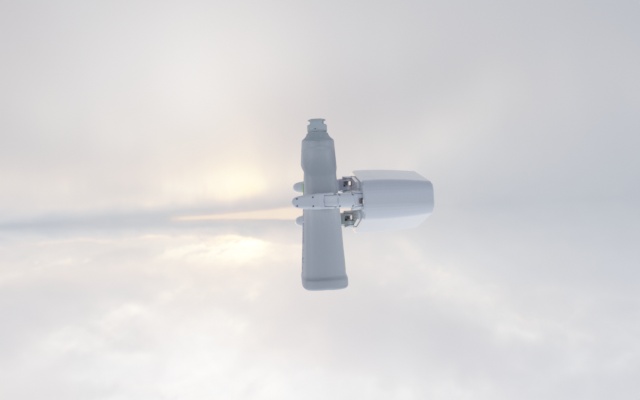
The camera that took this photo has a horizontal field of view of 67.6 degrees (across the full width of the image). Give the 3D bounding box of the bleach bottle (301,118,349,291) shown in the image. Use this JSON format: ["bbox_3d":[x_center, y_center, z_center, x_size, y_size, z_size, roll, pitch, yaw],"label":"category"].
[{"bbox_3d":[0.000,0.002,0.716,0.068,0.251,0.102,-2,-1,-5],"label":"bleach bottle"}]
